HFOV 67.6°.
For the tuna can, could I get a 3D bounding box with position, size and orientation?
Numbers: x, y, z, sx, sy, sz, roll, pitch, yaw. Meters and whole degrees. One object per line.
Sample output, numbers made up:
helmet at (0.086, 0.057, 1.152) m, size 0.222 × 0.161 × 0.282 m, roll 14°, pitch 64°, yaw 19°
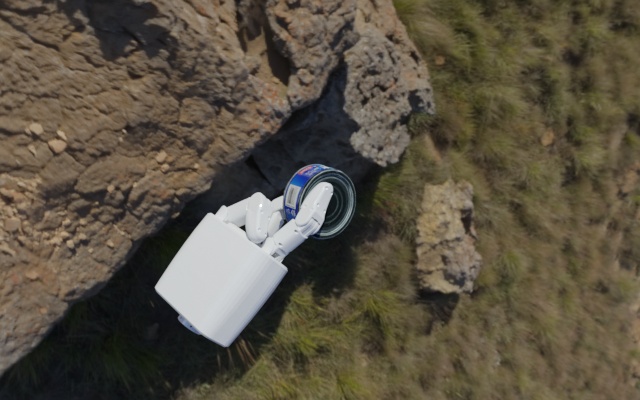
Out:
tuna can at (0.000, 0.002, 0.561) m, size 0.086 × 0.086 × 0.033 m, roll 0°, pitch 12°, yaw -37°
